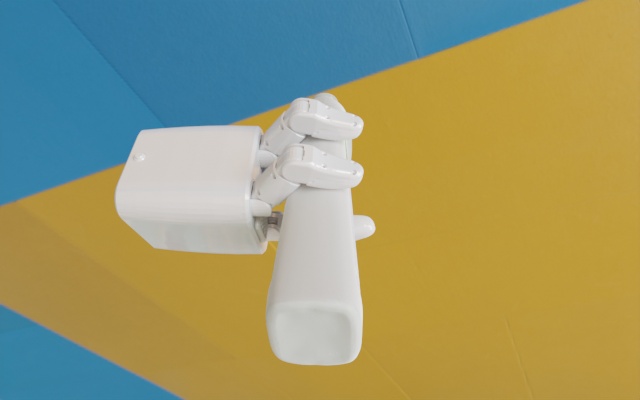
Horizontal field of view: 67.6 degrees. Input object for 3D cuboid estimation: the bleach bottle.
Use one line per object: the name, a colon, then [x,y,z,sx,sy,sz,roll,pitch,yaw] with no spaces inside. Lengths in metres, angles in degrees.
bleach bottle: [0.000,0.001,0.413,0.068,0.250,0.103,1,-41,2]
